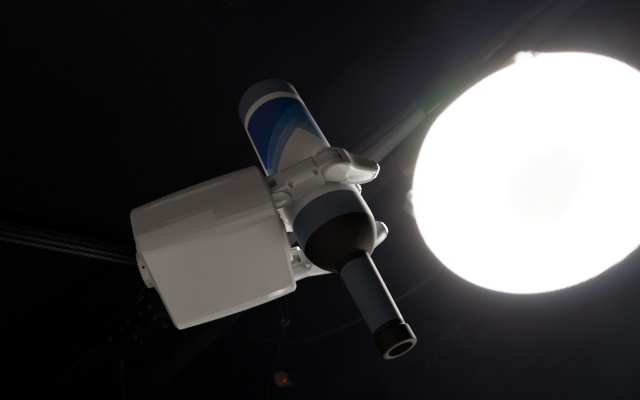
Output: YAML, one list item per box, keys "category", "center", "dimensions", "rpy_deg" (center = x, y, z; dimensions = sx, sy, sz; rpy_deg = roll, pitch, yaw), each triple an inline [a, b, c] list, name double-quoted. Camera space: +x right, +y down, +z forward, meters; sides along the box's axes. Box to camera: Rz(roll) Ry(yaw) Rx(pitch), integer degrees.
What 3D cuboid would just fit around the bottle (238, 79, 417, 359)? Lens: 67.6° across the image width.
- category: "bottle"
  center: [0.000, 0.001, 0.424]
  dimensions: [0.069, 0.295, 0.069]
  rpy_deg: [-17, -38, -14]
